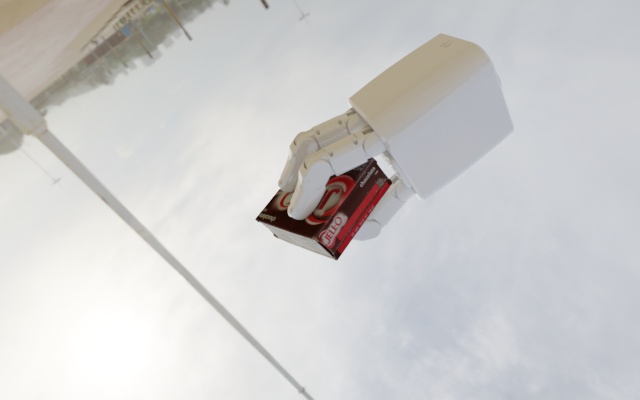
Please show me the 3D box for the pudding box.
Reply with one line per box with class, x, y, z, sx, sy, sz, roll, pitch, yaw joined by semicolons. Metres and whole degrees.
pudding box;0.000;0.002;0.449;0.039;0.090;0.113;47;-19;-27
